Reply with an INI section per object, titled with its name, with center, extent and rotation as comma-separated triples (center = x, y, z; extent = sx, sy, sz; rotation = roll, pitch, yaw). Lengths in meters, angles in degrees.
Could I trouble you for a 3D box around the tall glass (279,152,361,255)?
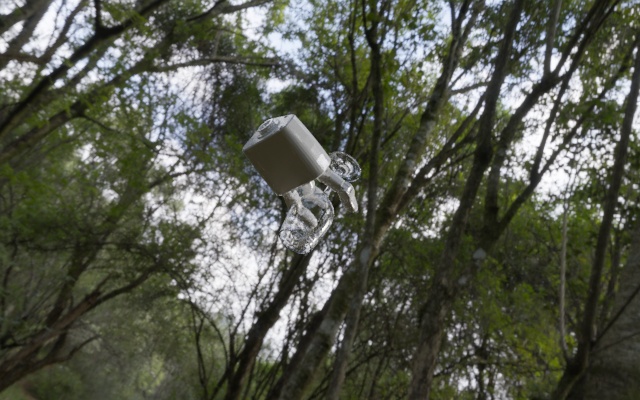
[tall glass]
center = 0.001, 0.002, 0.857
extent = 0.079, 0.079, 0.201
rotation = 0, 43, 37
